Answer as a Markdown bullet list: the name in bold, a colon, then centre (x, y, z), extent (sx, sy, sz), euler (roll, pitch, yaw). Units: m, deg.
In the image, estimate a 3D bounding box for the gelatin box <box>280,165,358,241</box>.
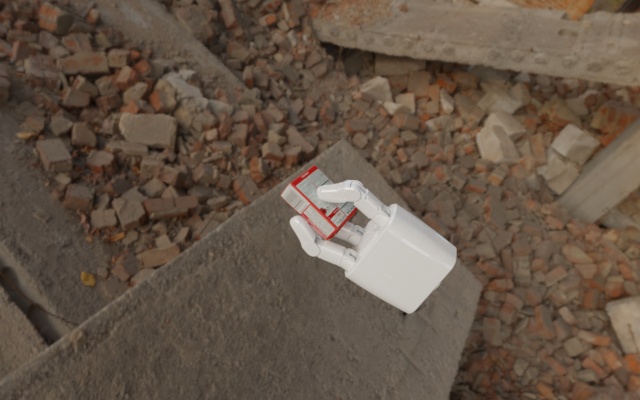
- **gelatin box**: centre (0.000, 0.002, 0.643), extent (0.030, 0.089, 0.073), euler (-47, -3, 36)
